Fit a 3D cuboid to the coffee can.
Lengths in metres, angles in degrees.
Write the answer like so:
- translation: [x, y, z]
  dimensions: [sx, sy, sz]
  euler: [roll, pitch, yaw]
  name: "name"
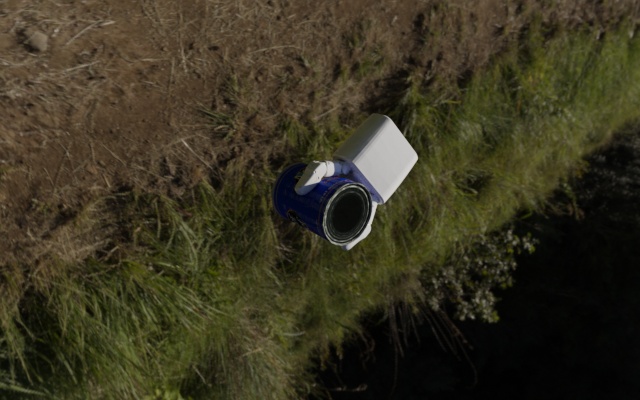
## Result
- translation: [0.000, 0.003, 0.784]
  dimensions: [0.103, 0.103, 0.140]
  euler: [0, 16, -40]
  name: "coffee can"
